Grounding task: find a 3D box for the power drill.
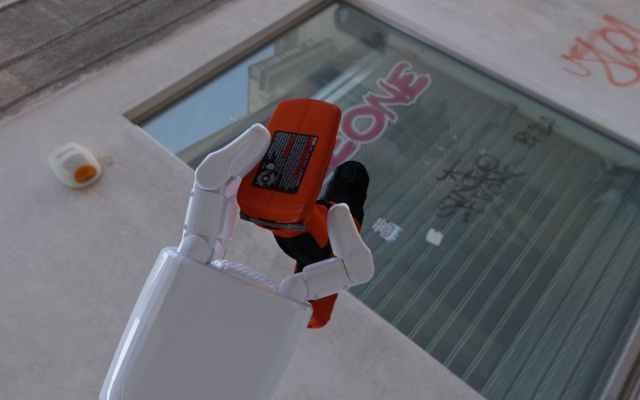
[{"bbox_3d":[0.000,0.001,0.421,0.057,0.184,0.188,8,-30,18],"label":"power drill"}]
